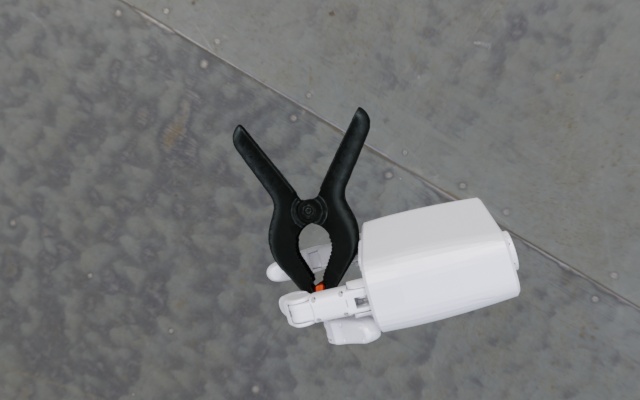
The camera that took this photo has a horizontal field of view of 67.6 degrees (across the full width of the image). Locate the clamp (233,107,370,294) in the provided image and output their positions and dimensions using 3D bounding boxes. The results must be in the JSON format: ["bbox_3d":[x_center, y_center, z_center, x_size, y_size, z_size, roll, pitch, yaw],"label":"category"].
[{"bbox_3d":[0.000,0.002,0.414,0.120,0.171,0.039,-16,0,12],"label":"clamp"}]
